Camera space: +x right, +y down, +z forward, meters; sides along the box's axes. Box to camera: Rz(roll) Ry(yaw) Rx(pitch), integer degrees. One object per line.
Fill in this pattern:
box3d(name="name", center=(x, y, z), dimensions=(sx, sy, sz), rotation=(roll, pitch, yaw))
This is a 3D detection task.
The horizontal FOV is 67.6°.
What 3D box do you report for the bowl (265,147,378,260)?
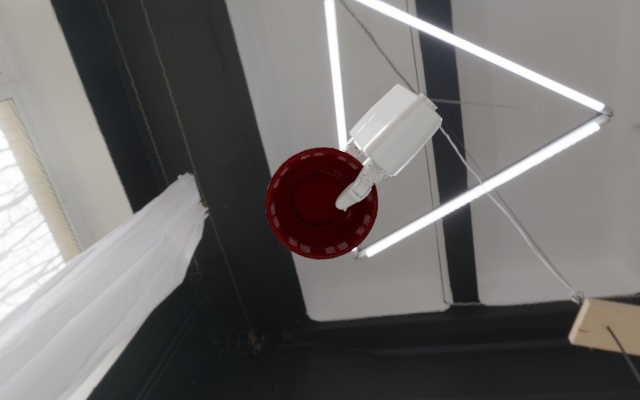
box3d(name="bowl", center=(-0.001, 0.003, 0.701), dimensions=(0.162, 0.162, 0.055), rotation=(0, 7, -7))
